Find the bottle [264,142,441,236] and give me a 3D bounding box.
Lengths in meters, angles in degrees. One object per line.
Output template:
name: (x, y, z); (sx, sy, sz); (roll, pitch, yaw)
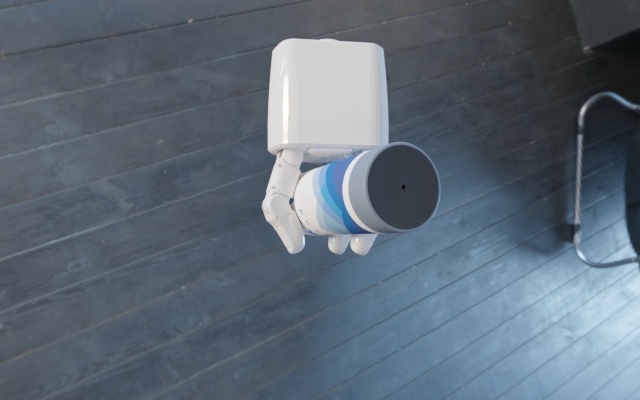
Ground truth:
bottle: (0.000, 0.002, 0.479); (0.069, 0.069, 0.296); (0, -4, -24)
